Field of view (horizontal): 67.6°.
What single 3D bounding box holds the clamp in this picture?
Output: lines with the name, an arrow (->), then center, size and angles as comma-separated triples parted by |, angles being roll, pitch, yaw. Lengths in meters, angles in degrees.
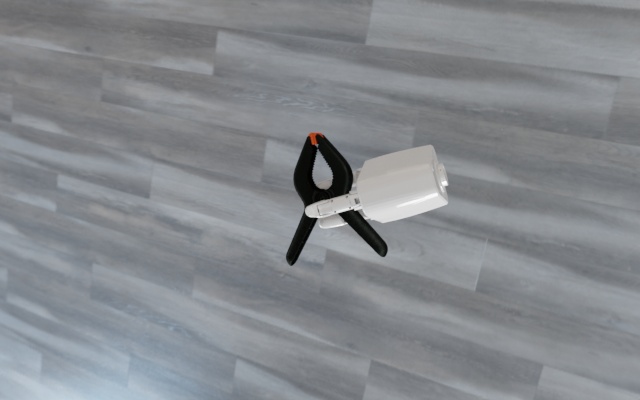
clamp -> 0.000, 0.002, 0.737 | 0.164, 0.210, 0.036 | -15, 2, 19
